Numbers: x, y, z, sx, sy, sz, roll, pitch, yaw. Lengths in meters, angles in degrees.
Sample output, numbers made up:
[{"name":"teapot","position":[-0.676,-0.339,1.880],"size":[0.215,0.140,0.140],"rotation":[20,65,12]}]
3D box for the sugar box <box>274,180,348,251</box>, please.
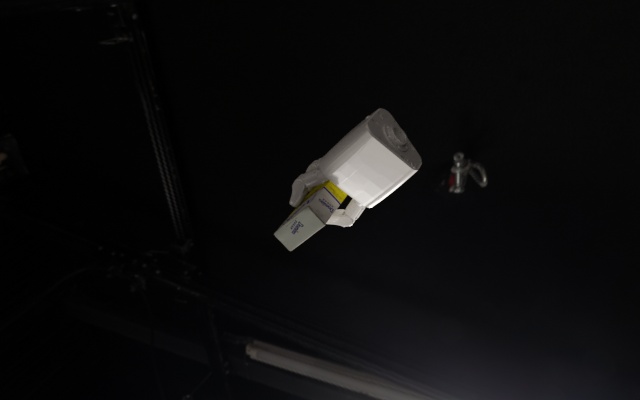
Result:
[{"name":"sugar box","position":[0.000,0.002,0.790],"size":[0.093,0.048,0.176],"rotation":[-39,5,37]}]
